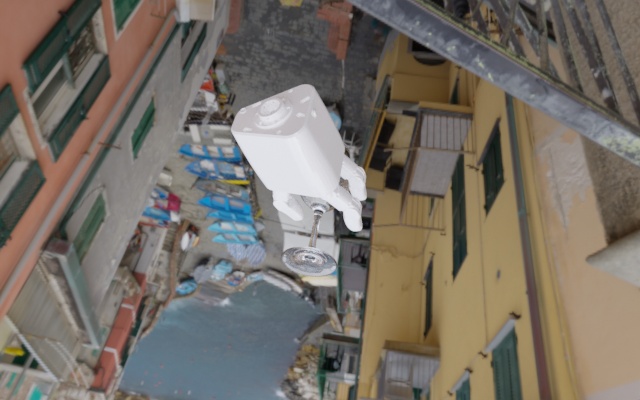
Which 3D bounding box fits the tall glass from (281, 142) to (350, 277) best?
[{"bbox_3d":[0.000,0.003,0.680,0.079,0.201,0.079,7,-37,5],"label":"tall glass"}]
